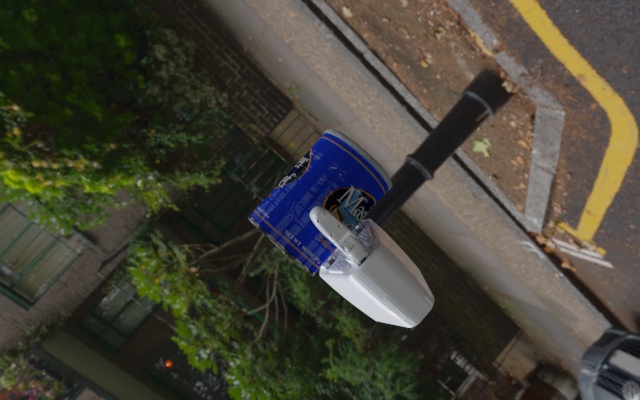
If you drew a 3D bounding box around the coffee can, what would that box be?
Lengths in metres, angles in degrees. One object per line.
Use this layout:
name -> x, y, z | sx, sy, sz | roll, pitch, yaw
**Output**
coffee can -> 0.000, 0.002, 0.559 | 0.103, 0.140, 0.103 | 41, -5, 5
